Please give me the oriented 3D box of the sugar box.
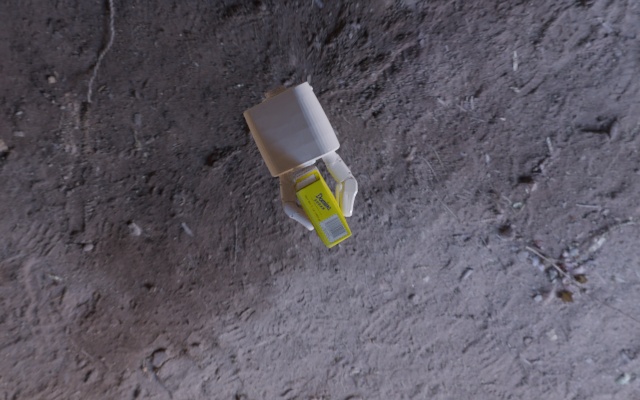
[{"bbox_3d":[0.001,0.002,0.732,0.048,0.093,0.176,-28,12,4],"label":"sugar box"}]
